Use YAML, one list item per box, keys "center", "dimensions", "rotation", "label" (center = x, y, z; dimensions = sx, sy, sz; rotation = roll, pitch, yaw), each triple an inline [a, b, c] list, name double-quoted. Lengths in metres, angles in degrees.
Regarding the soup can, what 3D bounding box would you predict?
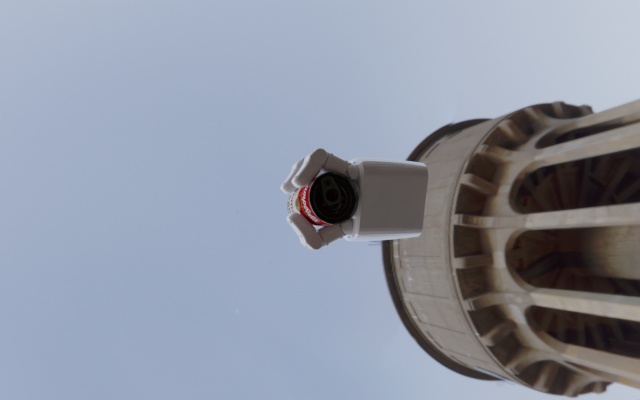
- center: [0.000, 0.002, 0.649]
  dimensions: [0.068, 0.068, 0.102]
  rotation: [0, -6, -20]
  label: "soup can"
